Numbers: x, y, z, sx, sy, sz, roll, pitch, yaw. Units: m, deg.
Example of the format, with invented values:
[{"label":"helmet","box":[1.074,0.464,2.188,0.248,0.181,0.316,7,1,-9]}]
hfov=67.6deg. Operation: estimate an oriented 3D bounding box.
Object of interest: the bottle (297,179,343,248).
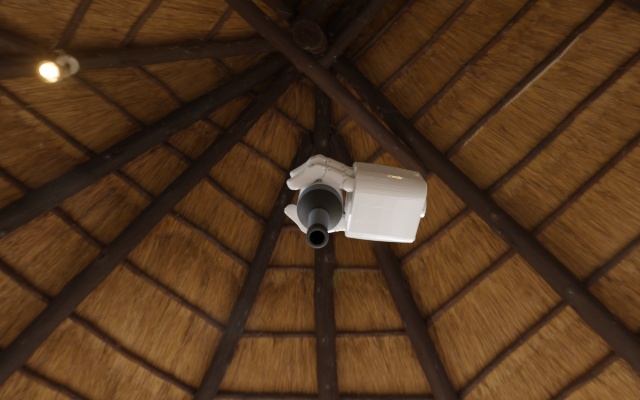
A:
[{"label":"bottle","box":[0.000,0.002,0.713,0.069,0.069,0.295,0,17,2]}]
